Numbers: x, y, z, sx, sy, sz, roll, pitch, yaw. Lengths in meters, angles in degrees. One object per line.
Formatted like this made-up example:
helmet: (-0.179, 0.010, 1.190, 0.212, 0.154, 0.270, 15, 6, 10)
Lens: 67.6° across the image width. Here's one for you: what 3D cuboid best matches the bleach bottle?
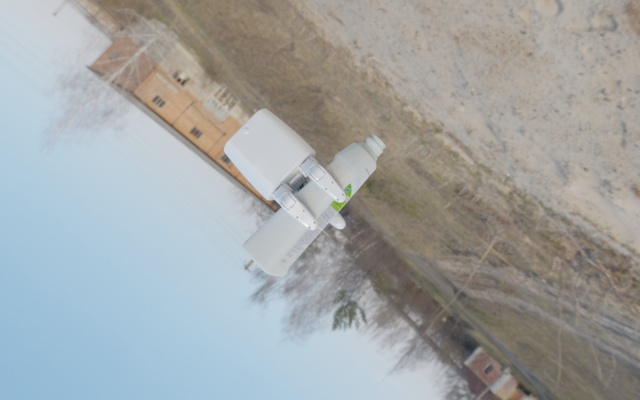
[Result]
bleach bottle: (0.000, 0.002, 0.713, 0.068, 0.251, 0.102, 45, 0, 15)
